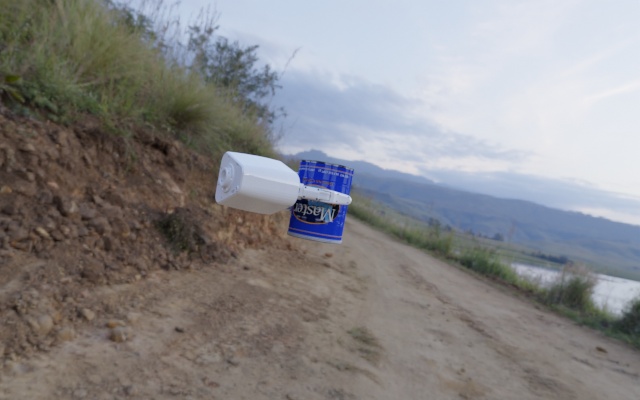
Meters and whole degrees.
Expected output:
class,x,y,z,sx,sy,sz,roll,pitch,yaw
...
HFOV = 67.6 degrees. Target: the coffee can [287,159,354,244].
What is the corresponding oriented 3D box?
class,x,y,z,sx,sy,sz,roll,pitch,yaw
coffee can,0.000,0.003,0.885,0.103,0.140,0.103,10,-1,0
